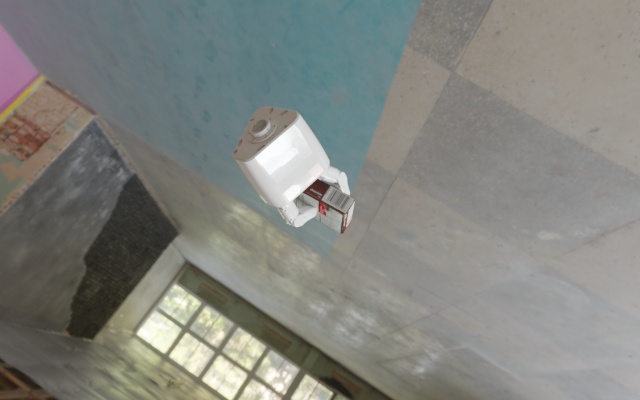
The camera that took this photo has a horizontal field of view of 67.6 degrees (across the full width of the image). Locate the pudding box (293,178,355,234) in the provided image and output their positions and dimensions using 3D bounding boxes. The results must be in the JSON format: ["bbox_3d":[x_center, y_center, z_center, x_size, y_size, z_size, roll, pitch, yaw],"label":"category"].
[{"bbox_3d":[0.000,0.003,0.815,0.113,0.039,0.090,30,-21,13],"label":"pudding box"}]
